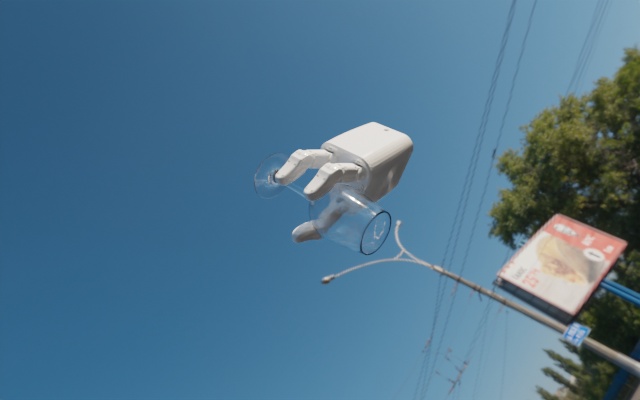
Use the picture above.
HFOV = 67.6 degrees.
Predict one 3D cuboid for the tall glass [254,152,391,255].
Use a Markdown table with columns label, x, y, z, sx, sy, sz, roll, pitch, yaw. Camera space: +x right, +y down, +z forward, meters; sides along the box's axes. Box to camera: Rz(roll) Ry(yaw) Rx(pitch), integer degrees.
| label | x | y | z | sx | sy | sz | roll | pitch | yaw |
| --- | --- | --- | --- | --- | --- | --- | --- | --- | --- |
| tall glass | 0.000 | 0.002 | 0.659 | 0.201 | 0.079 | 0.079 | 30 | 18 | 36 |
